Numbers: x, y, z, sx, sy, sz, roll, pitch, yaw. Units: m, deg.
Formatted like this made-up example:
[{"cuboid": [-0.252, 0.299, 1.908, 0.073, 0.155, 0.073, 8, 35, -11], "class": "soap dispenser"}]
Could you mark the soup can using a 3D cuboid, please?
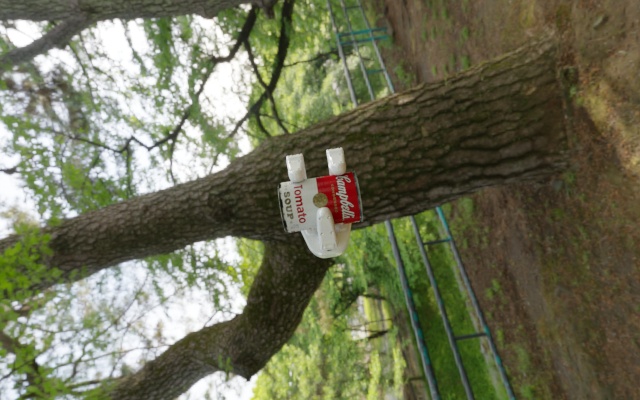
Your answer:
[{"cuboid": [0.000, 0.002, 0.626, 0.102, 0.068, 0.068, -9, 0, 0], "class": "soup can"}]
